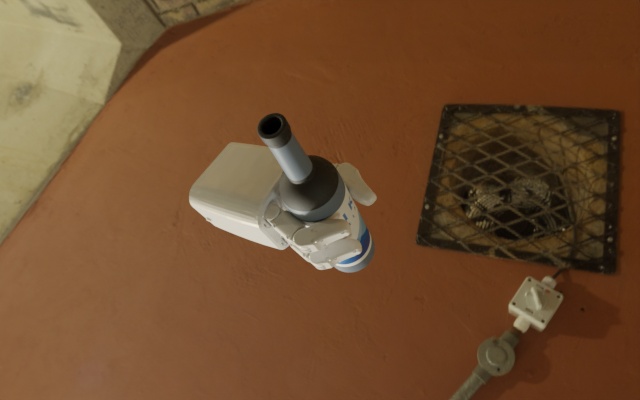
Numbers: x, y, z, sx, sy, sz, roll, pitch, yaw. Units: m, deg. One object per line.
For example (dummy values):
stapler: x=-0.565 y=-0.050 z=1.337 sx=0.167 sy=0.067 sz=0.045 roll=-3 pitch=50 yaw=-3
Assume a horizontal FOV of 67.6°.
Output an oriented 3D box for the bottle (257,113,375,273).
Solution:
bottle: x=0.000 y=0.002 z=0.533 sx=0.069 sy=0.069 sz=0.296 roll=0 pitch=-27 yaw=19
